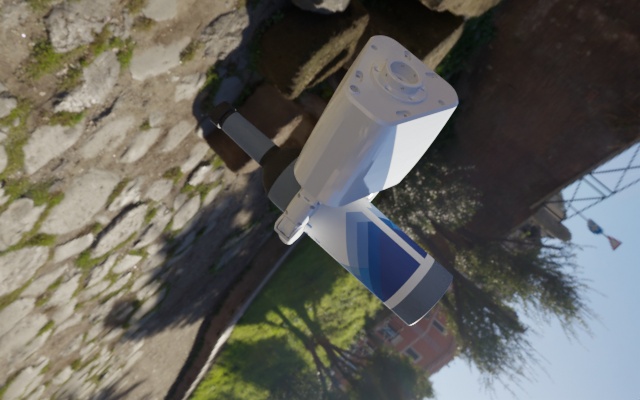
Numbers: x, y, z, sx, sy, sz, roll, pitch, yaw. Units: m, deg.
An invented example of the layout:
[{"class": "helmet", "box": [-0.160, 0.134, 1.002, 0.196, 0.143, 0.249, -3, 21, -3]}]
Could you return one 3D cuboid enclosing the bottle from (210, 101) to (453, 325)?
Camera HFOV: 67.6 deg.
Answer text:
[{"class": "bottle", "box": [0.000, 0.002, 0.491, 0.295, 0.069, 0.069, 42, 6, 7]}]
